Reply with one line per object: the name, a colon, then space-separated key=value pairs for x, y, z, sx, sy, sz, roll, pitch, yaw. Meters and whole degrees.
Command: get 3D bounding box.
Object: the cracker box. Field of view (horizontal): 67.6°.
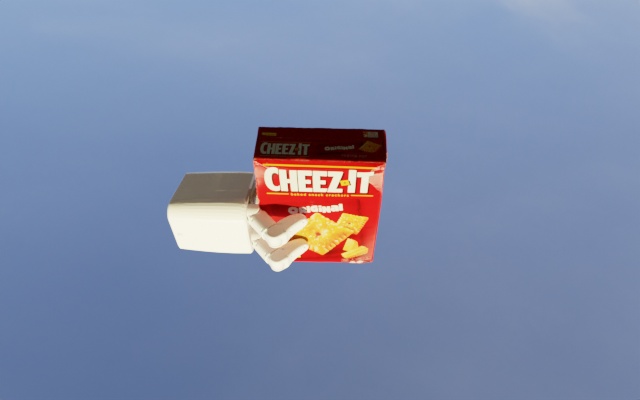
cracker box: x=0.000 y=0.002 z=0.663 sx=0.164 sy=0.072 sz=0.214 roll=1 pitch=-41 yaw=1
